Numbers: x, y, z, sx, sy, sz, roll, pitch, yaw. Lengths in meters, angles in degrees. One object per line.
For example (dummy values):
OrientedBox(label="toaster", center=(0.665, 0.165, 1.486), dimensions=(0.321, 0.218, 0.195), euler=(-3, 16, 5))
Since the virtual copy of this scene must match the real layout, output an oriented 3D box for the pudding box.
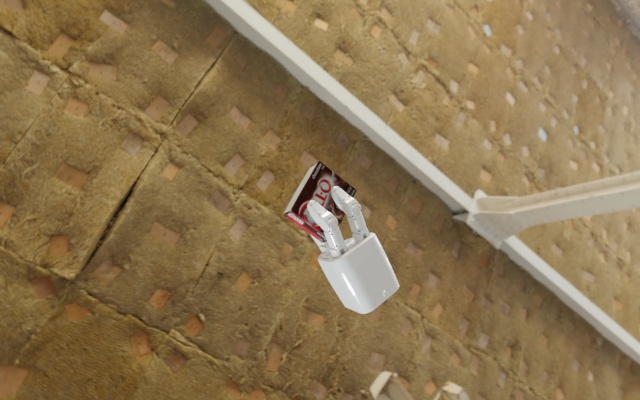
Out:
OrientedBox(label="pudding box", center=(0.000, 0.003, 0.824), dimensions=(0.090, 0.113, 0.039), euler=(37, -29, -18))
